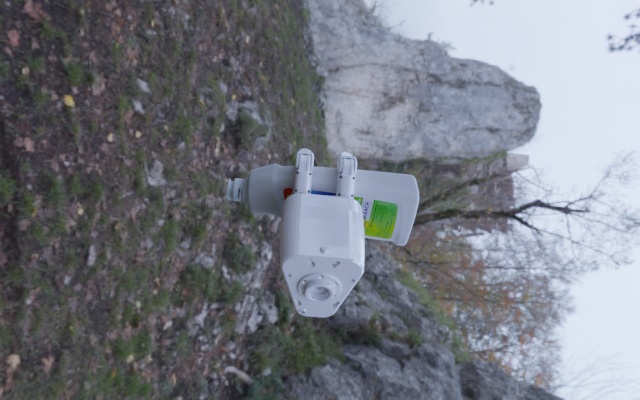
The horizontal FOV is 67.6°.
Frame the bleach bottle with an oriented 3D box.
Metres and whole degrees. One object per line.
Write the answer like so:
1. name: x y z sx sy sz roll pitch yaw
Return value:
1. bleach bottle: 0.000 0.002 0.655 0.251 0.103 0.068 5 39 -4
